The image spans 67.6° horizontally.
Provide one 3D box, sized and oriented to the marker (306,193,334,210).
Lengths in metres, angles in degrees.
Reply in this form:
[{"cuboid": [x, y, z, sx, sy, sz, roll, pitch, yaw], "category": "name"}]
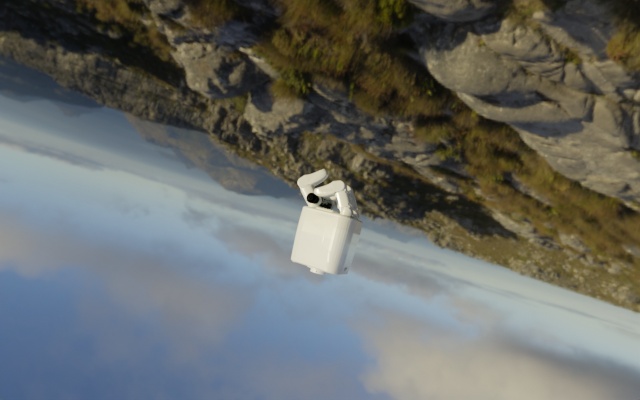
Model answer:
[{"cuboid": [0.000, 0.003, 0.881, 0.020, 0.020, 0.121, 0, -8, 17], "category": "marker"}]
